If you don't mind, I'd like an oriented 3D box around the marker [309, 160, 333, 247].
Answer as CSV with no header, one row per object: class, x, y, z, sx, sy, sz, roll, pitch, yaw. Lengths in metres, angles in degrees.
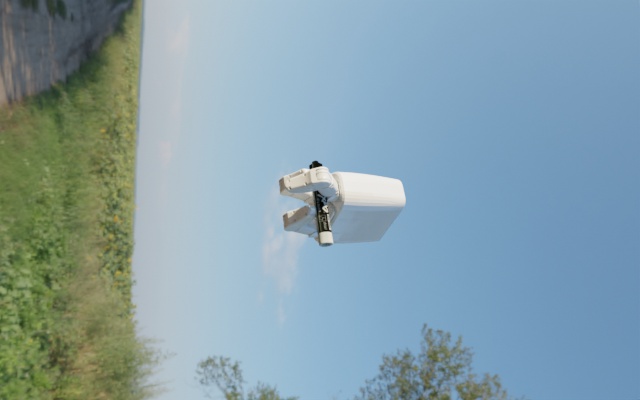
marker,0.000,0.002,0.640,0.020,0.121,0.020,-7,-22,-3
